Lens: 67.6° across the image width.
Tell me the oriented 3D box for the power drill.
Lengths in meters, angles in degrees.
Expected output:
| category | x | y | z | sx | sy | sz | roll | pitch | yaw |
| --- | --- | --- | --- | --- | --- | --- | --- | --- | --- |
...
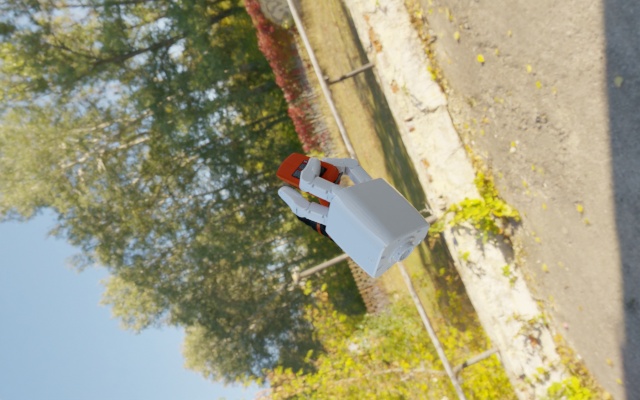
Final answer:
| category | x | y | z | sx | sy | sz | roll | pitch | yaw |
| --- | --- | --- | --- | --- | --- | --- | --- | --- | --- |
| power drill | 0.000 | 0.003 | 0.809 | 0.184 | 0.057 | 0.188 | 20 | -23 | 37 |
